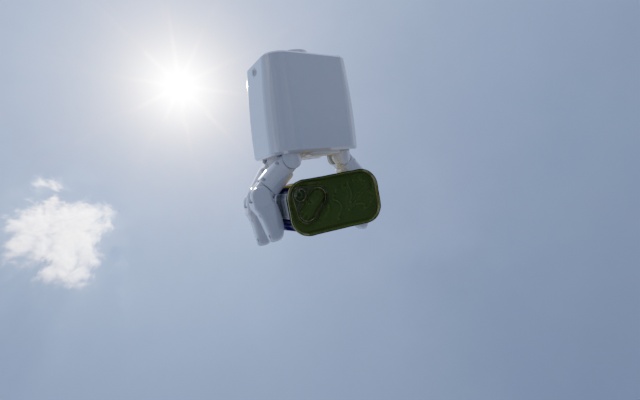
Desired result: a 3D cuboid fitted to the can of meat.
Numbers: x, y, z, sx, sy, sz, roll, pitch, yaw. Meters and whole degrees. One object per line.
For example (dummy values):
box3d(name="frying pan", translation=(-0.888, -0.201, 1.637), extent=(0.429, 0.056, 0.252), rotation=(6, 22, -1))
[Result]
box3d(name="can of meat", translation=(0.000, 0.002, 0.522), extent=(0.102, 0.057, 0.084), rotation=(-12, 4, -23))
